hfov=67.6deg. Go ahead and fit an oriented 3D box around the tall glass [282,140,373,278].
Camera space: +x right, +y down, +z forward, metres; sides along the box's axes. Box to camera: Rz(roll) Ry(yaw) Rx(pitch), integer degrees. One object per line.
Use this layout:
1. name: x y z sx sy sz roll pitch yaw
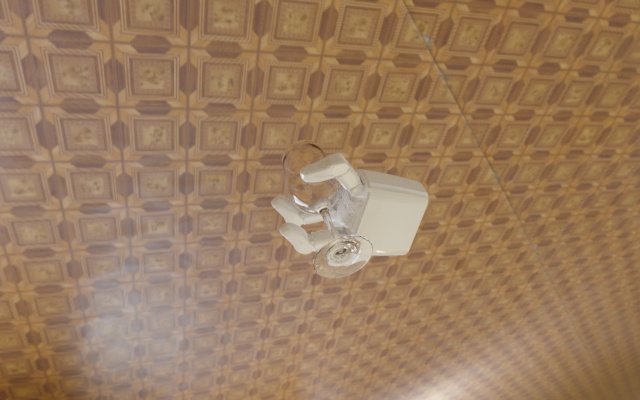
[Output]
1. tall glass: 0.000 0.002 0.632 0.079 0.079 0.201 0 41 -22
